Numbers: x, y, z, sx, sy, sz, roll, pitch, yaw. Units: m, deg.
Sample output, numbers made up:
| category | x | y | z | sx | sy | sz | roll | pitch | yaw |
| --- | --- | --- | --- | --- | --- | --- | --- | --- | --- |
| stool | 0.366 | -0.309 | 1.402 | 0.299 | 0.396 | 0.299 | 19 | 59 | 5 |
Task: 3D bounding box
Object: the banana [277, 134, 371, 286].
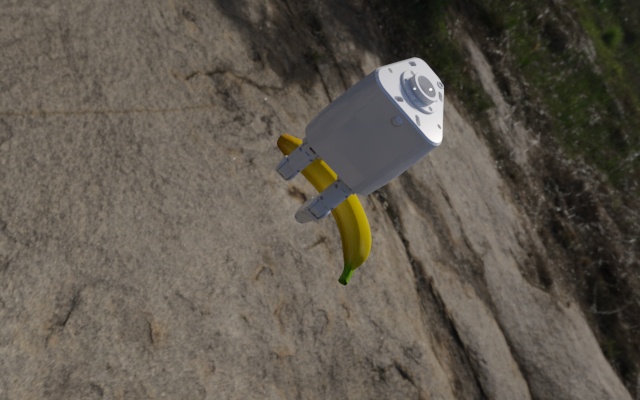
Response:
| category | x | y | z | sx | sy | sz | roll | pitch | yaw |
| --- | --- | --- | --- | --- | --- | --- | --- | --- | --- |
| banana | 0.014 | 0.000 | 0.589 | 0.069 | 0.198 | 0.037 | -20 | -8 | -43 |
